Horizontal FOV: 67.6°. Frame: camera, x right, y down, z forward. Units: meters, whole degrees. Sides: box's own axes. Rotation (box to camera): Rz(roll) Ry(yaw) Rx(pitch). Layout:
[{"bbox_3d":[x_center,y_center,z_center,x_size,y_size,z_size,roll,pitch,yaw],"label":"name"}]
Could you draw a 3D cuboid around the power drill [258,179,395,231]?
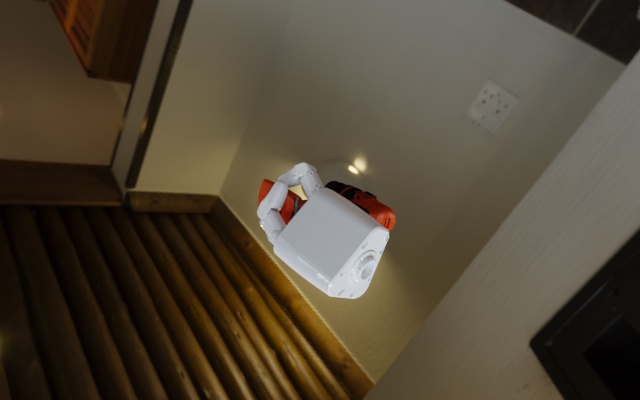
[{"bbox_3d":[0.000,0.003,0.763,0.187,0.057,0.184,1,16,-30],"label":"power drill"}]
